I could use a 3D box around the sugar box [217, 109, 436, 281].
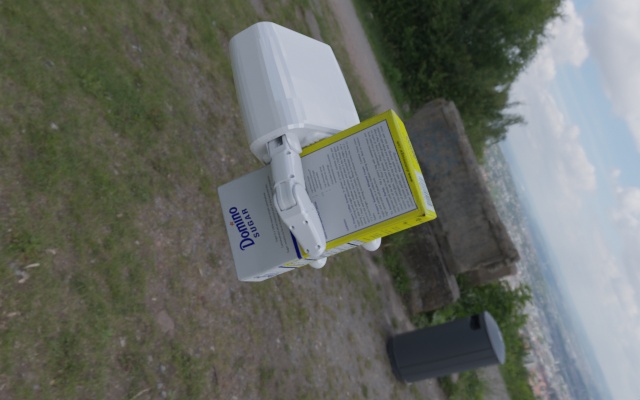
[{"bbox_3d":[0.000,0.001,0.417,0.176,0.093,0.048,-22,-17,21],"label":"sugar box"}]
